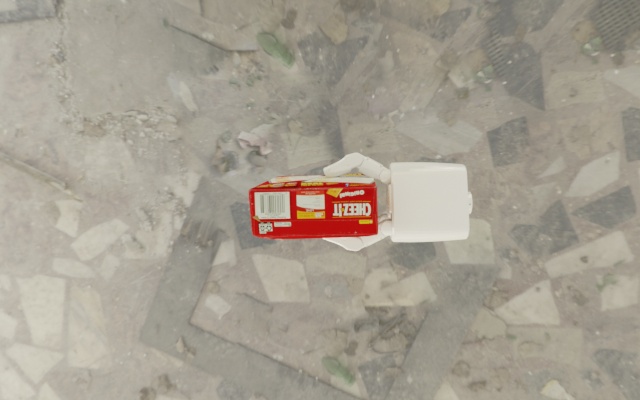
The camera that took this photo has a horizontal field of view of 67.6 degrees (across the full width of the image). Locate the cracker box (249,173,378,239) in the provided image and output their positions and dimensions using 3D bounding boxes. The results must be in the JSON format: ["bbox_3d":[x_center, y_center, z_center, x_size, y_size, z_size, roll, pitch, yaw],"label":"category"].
[{"bbox_3d":[0.000,0.002,0.701,0.164,0.072,0.213,-2,7,5],"label":"cracker box"}]
